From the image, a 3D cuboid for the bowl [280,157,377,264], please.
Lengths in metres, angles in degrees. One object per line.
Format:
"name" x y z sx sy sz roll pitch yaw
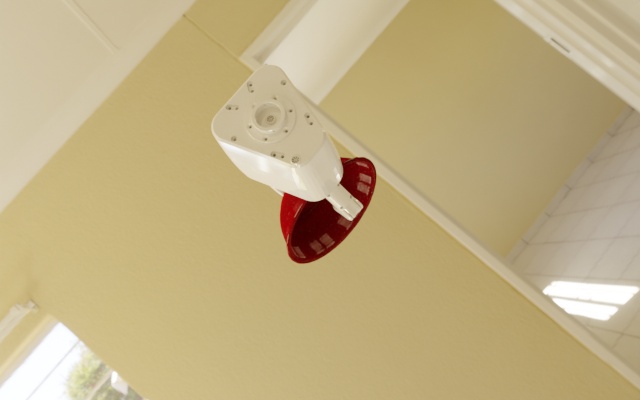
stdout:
"bowl" 0.000 0.003 0.622 0.055 0.162 0.162 37 20 29
